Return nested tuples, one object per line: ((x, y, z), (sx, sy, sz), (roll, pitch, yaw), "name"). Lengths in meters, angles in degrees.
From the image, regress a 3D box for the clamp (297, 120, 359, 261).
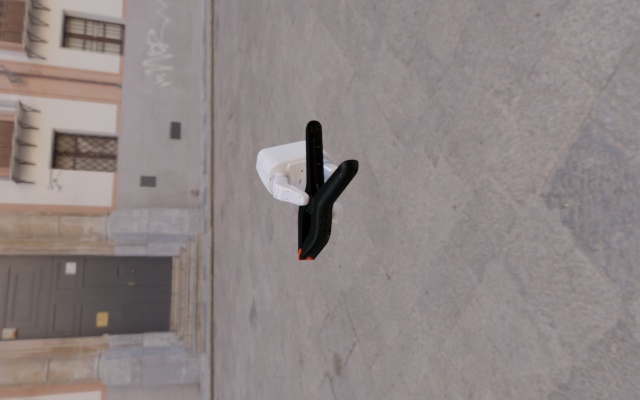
((-0.001, 0.003, 0.696), (0.036, 0.210, 0.164), (2, 20, -21), "clamp")
